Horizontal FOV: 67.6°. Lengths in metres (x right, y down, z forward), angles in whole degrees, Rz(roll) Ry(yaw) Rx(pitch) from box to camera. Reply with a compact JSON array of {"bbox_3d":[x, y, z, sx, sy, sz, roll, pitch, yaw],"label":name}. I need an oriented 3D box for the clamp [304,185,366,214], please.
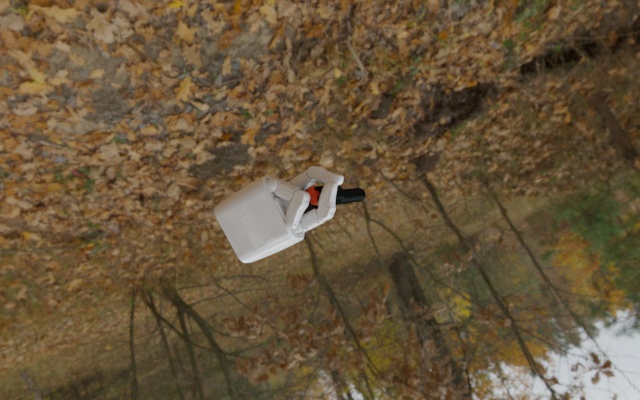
[{"bbox_3d":[0.000,0.003,0.823,0.120,0.039,0.171,-27,-15,20],"label":"clamp"}]
